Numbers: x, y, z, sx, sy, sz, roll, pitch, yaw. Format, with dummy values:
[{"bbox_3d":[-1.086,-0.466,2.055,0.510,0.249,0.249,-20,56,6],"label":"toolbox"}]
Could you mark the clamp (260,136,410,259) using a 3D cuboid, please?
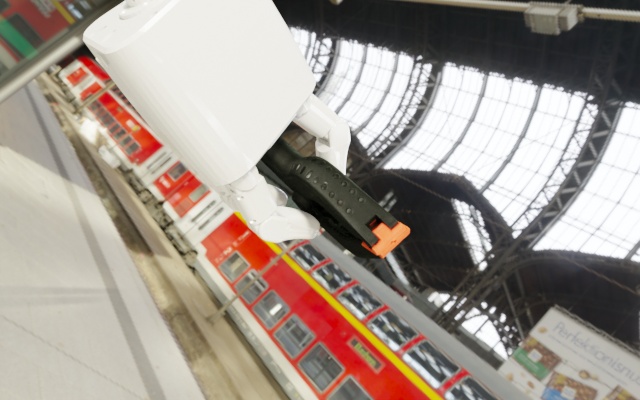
[{"bbox_3d":[0.001,0.001,0.402,0.210,0.036,0.165,35,-16,48],"label":"clamp"}]
